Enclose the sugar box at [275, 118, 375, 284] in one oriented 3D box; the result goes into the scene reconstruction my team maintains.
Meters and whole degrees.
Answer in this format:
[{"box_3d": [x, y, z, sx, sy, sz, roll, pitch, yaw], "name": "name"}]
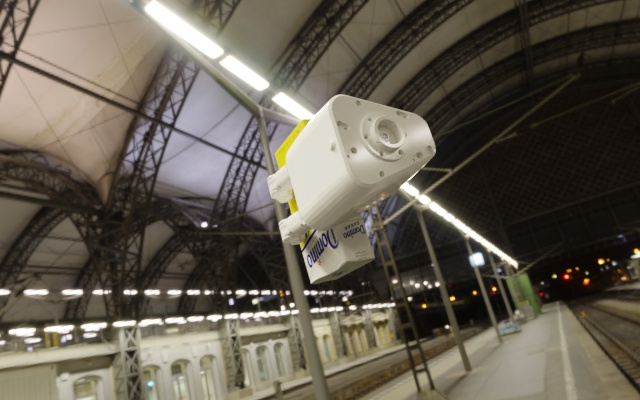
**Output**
[{"box_3d": [0.000, 0.002, 0.566, 0.048, 0.176, 0.093, -4, -20, -29], "name": "sugar box"}]
